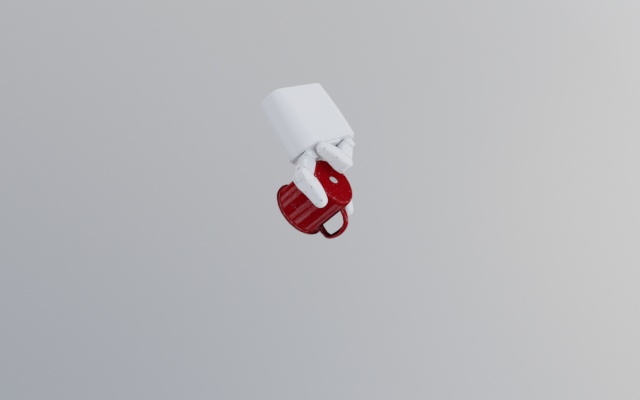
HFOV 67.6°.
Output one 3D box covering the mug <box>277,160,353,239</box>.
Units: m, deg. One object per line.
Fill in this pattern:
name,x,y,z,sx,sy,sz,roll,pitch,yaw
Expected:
mug,0.001,0.003,0.725,0.081,0.117,0.093,-39,-15,32
